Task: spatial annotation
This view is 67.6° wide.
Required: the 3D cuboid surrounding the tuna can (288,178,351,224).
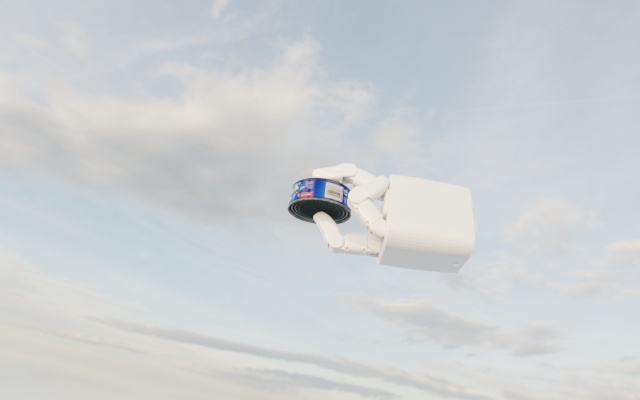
[{"bbox_3d":[0.000,0.002,0.650,0.086,0.033,0.086,6,-24,3],"label":"tuna can"}]
